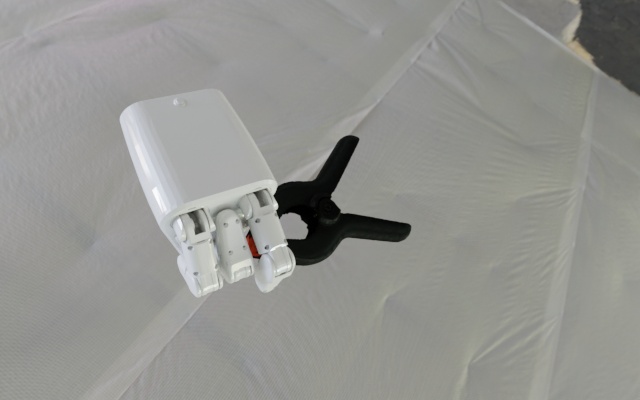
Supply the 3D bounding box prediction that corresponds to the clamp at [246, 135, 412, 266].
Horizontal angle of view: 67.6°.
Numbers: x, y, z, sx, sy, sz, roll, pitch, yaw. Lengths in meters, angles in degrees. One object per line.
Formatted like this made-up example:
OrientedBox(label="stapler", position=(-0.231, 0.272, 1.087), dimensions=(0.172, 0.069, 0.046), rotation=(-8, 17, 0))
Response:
OrientedBox(label="clamp", position=(0.000, 0.002, 0.452), dimensions=(0.171, 0.120, 0.039), rotation=(-14, -20, -33))
